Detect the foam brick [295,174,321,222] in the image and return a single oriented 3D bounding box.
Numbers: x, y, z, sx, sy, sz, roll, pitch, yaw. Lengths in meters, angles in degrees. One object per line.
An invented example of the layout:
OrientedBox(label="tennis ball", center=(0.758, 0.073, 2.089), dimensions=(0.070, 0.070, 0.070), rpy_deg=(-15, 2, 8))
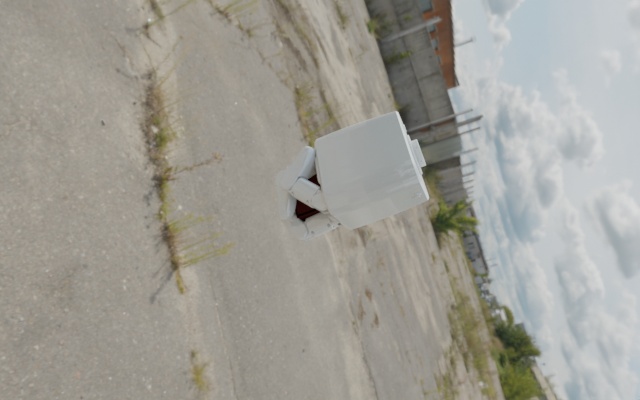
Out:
OrientedBox(label="foam brick", center=(0.000, 0.002, 0.627), dimensions=(0.051, 0.053, 0.078), rpy_deg=(-22, -24, 13))
